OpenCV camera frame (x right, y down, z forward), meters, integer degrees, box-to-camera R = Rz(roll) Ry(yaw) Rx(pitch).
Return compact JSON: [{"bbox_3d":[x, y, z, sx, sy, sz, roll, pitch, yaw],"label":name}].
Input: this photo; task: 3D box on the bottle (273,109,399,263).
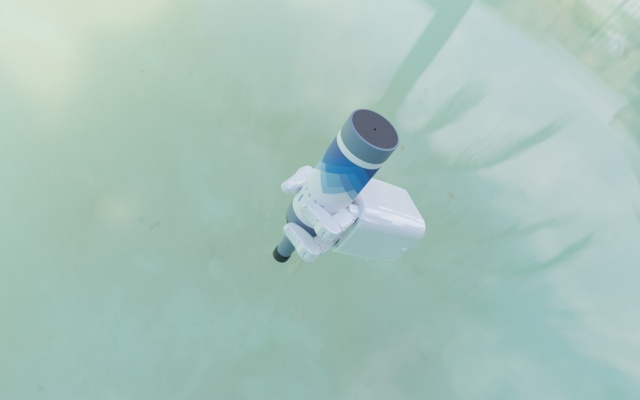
[{"bbox_3d":[0.000,0.002,0.656,0.069,0.069,0.296,0,-35,-32],"label":"bottle"}]
